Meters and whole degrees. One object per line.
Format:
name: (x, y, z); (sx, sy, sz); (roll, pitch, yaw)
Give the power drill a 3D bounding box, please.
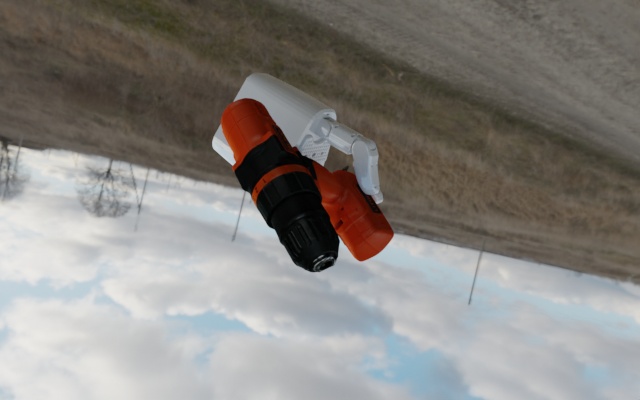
power drill: (0.000, 0.001, 0.451); (0.057, 0.184, 0.188); (-38, -34, 14)
